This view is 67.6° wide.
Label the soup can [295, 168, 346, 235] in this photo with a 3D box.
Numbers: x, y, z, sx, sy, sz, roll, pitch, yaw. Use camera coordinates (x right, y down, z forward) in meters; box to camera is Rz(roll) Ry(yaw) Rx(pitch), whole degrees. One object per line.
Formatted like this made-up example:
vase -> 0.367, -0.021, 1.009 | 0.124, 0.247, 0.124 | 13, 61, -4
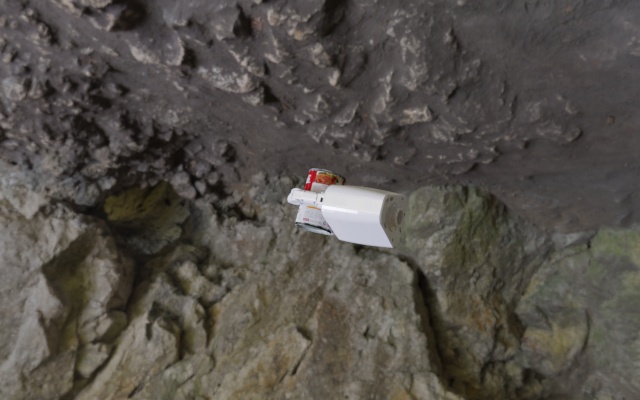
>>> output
soup can -> 0.000, 0.003, 0.844 | 0.068, 0.102, 0.068 | 15, -11, 3
